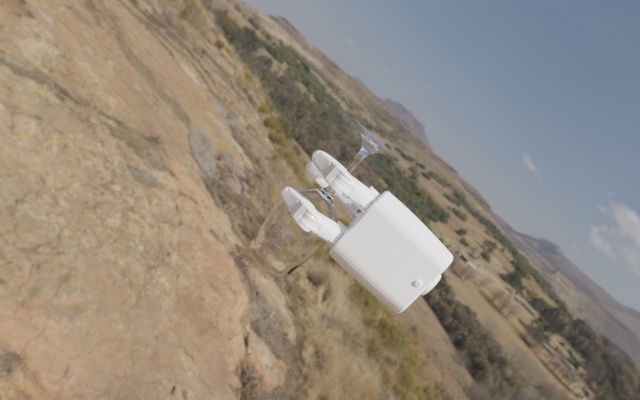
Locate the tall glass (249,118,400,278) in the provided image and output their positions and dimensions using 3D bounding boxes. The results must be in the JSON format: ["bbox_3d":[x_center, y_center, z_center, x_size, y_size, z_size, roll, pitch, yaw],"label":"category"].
[{"bbox_3d":[0.000,0.001,0.575,0.079,0.201,0.079,40,12,-10],"label":"tall glass"}]
